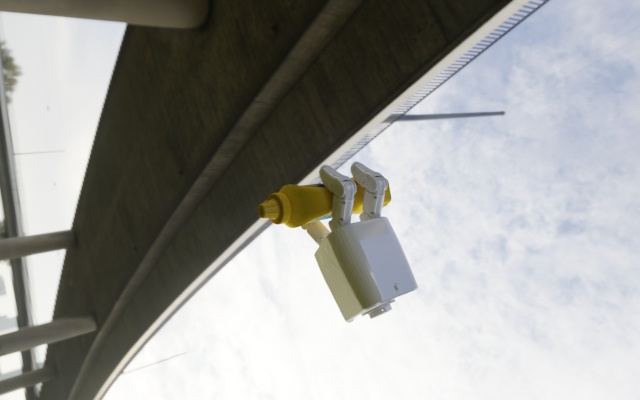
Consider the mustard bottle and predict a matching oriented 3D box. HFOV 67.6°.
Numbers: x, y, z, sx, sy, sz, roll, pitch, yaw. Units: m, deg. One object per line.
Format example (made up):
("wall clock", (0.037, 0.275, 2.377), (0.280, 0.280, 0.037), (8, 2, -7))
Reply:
("mustard bottle", (0.000, 0.002, 0.655), (0.191, 0.058, 0.096), (-10, 2, -38))
